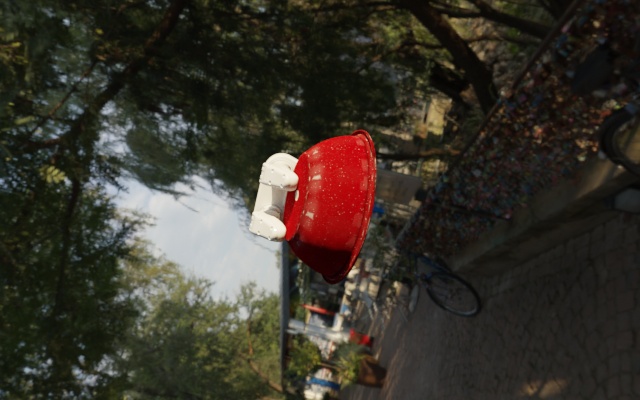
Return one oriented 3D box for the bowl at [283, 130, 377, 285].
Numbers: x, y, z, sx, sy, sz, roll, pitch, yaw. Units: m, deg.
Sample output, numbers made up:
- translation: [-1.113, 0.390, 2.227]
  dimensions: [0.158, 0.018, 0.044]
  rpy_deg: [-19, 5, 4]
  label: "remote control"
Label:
- translation: [0.000, 0.001, 0.487]
  dimensions: [0.055, 0.162, 0.162]
  rpy_deg: [12, -3, -16]
  label: "bowl"
